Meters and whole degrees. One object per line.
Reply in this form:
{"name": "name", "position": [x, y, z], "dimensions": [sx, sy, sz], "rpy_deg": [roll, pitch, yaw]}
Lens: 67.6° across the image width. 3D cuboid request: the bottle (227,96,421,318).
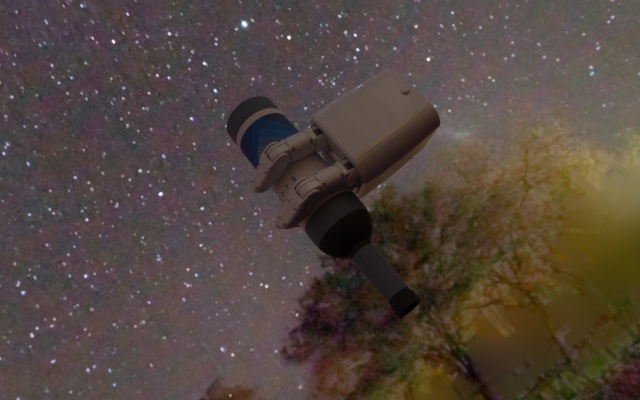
{"name": "bottle", "position": [0.000, 0.002, 0.517], "dimensions": [0.069, 0.069, 0.295], "rpy_deg": [0, 44, -53]}
